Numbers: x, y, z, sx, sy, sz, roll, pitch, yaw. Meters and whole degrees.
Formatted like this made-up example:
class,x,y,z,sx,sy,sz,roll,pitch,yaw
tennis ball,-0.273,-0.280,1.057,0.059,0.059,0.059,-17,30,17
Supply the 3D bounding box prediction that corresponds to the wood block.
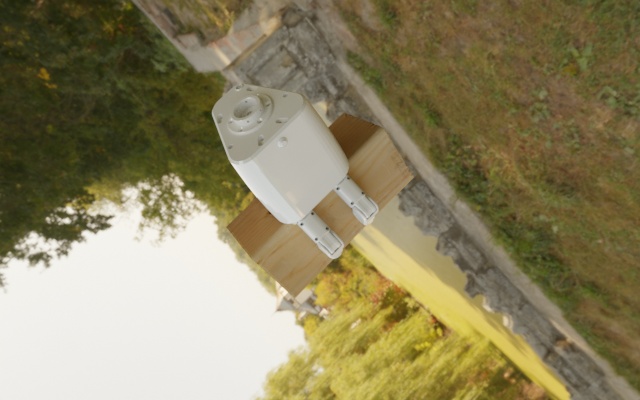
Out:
class,x,y,z,sx,sy,sz,roll,pitch,yaw
wood block,0.000,0.002,0.583,0.090,0.206,0.090,50,-8,-36
